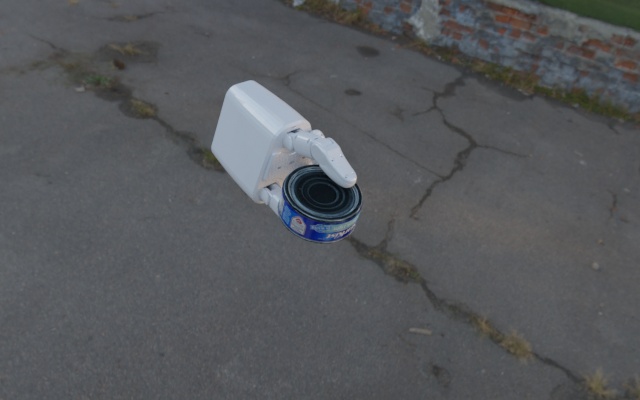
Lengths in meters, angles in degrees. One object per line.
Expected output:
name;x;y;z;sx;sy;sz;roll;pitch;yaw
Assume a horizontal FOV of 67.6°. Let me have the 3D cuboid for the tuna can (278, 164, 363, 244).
tuna can;0.000;0.001;0.496;0.086;0.086;0.034;0;-44;-16
